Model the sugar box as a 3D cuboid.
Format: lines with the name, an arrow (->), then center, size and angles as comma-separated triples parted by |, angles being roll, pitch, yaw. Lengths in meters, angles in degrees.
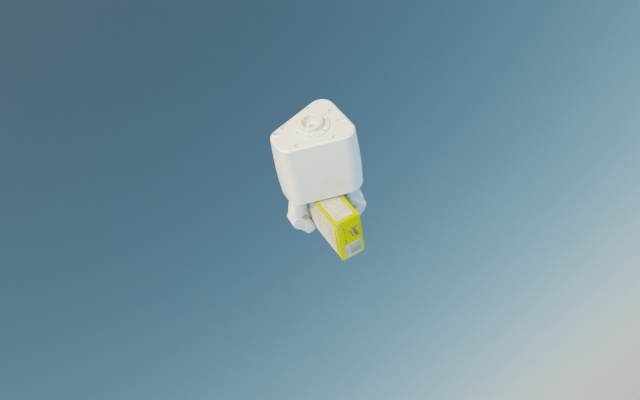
sugar box -> 0.001, 0.002, 0.742 | 0.048, 0.176, 0.093 | -28, -38, -13
